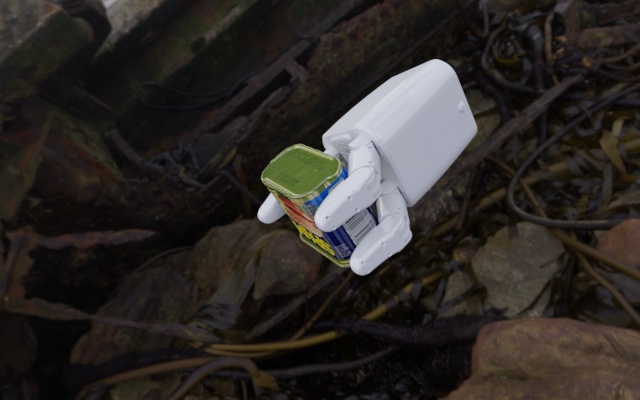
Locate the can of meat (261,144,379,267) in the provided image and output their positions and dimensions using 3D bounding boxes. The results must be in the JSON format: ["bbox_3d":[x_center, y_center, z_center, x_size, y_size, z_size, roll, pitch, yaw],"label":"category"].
[{"bbox_3d":[0.000,0.001,0.433,0.057,0.084,0.102,-42,32,-13],"label":"can of meat"}]
